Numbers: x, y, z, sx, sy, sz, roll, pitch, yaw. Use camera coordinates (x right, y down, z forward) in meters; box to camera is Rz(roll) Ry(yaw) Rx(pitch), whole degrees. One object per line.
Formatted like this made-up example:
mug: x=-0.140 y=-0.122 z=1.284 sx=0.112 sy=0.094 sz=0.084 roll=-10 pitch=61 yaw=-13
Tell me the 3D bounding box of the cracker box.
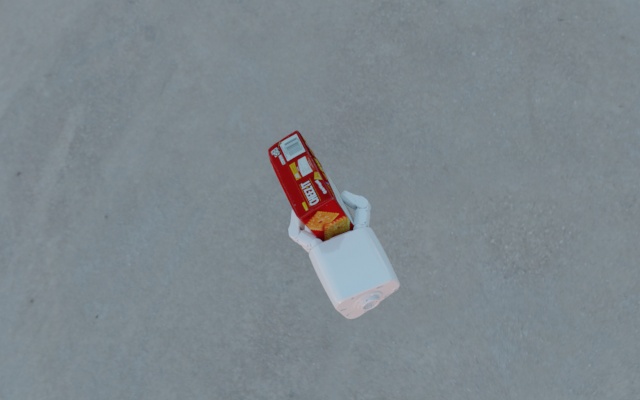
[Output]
cracker box: x=0.000 y=0.003 z=0.849 sx=0.072 sy=0.164 sz=0.214 roll=-31 pitch=-35 yaw=5
